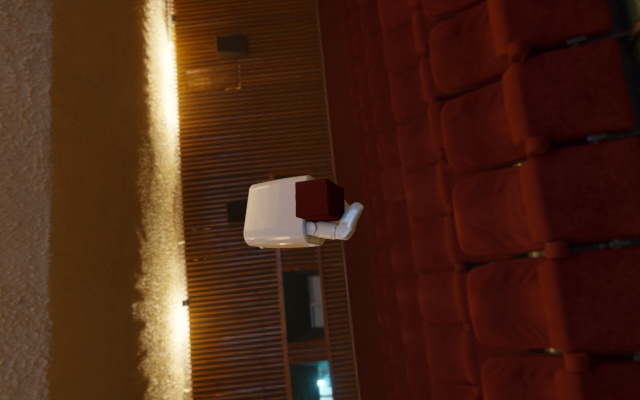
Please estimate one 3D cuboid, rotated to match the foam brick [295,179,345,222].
[{"bbox_3d":[0.000,0.002,0.701,0.051,0.053,0.078,-4,-10,19],"label":"foam brick"}]
